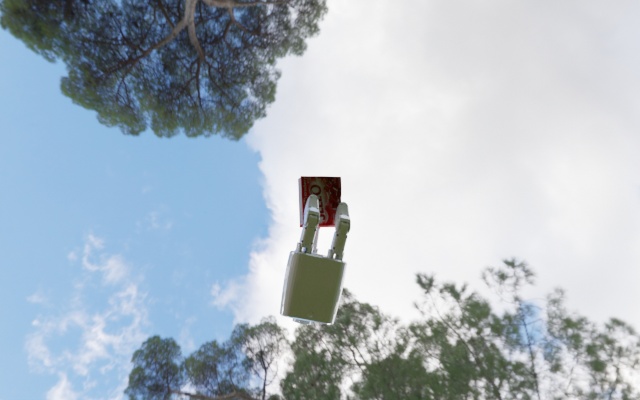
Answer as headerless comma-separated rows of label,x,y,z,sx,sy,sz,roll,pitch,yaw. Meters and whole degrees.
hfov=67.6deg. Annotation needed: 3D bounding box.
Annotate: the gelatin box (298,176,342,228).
gelatin box,0.000,0.002,0.830,0.073,0.089,0.030,0,-9,-15
